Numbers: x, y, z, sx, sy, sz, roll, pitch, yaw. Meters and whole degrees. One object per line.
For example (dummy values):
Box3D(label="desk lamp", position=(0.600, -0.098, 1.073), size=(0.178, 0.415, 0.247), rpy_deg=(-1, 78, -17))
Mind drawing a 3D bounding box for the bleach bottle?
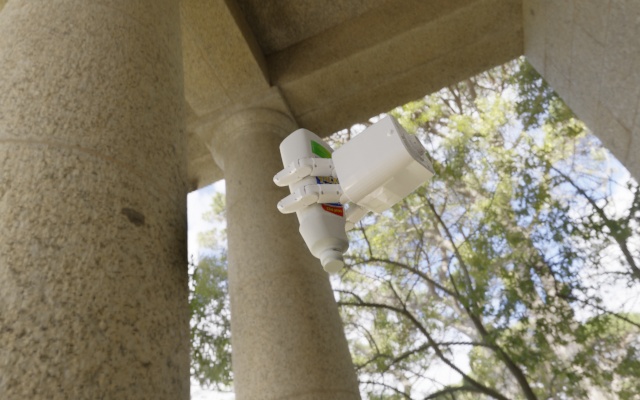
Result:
Box3D(label="bleach bottle", position=(0.000, 0.002, 0.728), size=(0.068, 0.250, 0.103), rpy_deg=(-36, -46, 22))
